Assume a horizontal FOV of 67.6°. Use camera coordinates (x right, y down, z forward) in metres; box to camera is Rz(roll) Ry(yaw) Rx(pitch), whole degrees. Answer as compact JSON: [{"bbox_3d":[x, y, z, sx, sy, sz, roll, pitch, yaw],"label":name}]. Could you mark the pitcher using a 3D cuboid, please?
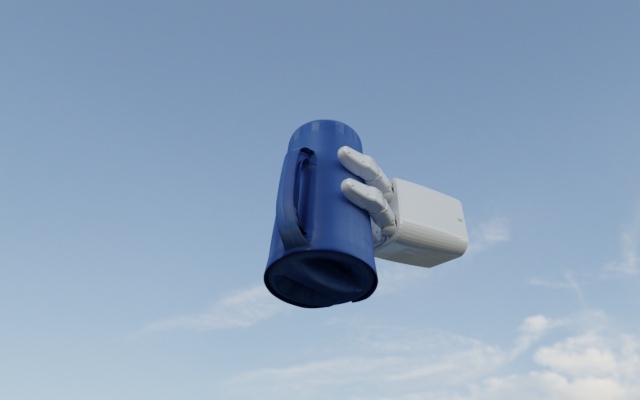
[{"bbox_3d":[0.000,0.002,0.619,0.145,0.242,0.149,15,-42,-15],"label":"pitcher"}]
